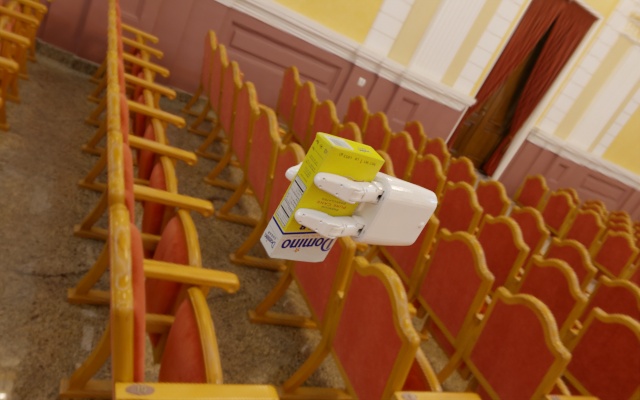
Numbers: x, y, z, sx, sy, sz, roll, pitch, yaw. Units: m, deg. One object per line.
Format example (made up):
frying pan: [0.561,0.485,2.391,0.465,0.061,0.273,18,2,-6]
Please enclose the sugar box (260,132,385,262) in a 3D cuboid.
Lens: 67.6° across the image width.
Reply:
sugar box: [0.001,0.002,0.631,0.093,0.176,0.048,11,27,-37]
